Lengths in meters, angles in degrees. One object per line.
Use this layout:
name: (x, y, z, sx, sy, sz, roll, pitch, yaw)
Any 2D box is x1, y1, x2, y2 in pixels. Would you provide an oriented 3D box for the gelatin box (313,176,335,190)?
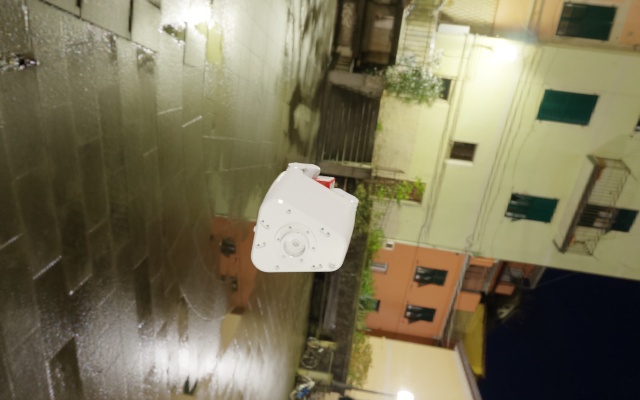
gelatin box: (0.001, 0.002, 0.725, 0.030, 0.073, 0.089, 8, 7, 5)
